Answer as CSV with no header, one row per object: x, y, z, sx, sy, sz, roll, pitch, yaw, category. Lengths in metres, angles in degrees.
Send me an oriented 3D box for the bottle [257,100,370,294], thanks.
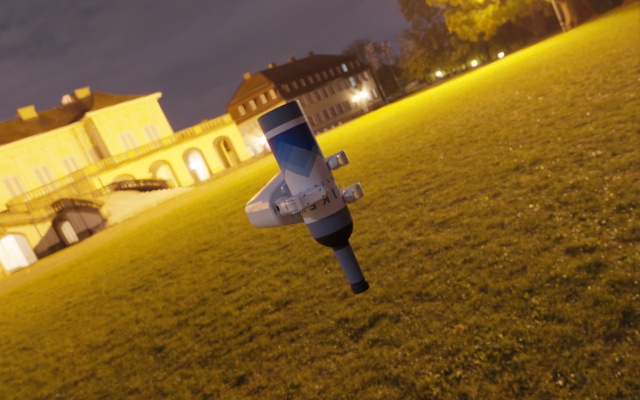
0.000,0.002,0.701,0.069,0.296,0.069,-25,6,3,bottle
